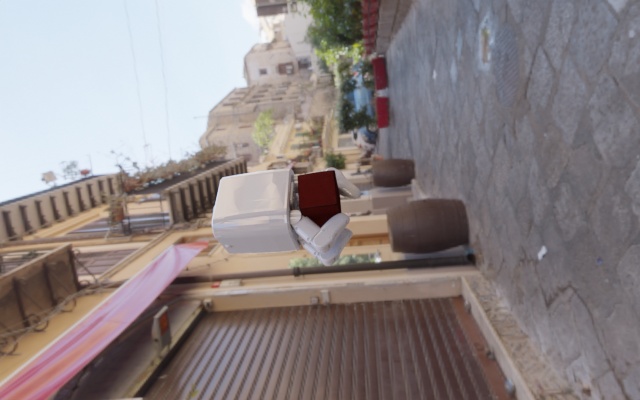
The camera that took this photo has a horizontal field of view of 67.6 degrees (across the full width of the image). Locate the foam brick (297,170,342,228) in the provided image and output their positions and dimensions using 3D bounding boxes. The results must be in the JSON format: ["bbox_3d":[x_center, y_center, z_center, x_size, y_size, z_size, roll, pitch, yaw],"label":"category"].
[{"bbox_3d":[0.000,0.002,0.652,0.051,0.053,0.078,-6,-28,5],"label":"foam brick"}]
